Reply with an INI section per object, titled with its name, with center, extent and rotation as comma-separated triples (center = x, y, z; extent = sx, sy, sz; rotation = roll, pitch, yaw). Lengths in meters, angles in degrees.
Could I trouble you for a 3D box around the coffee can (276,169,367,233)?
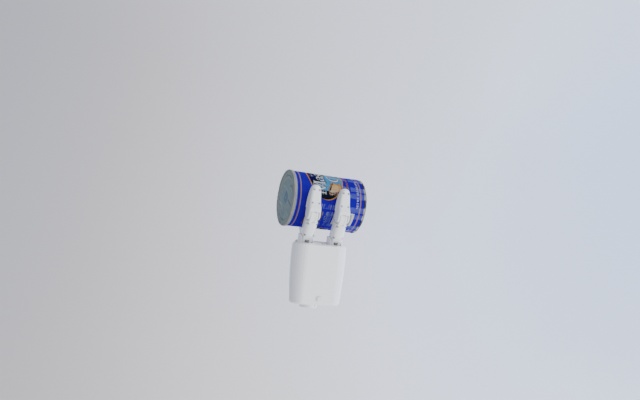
[coffee can]
center = 0.000, 0.003, 0.886
extent = 0.140, 0.103, 0.103
rotation = 7, -3, -21
